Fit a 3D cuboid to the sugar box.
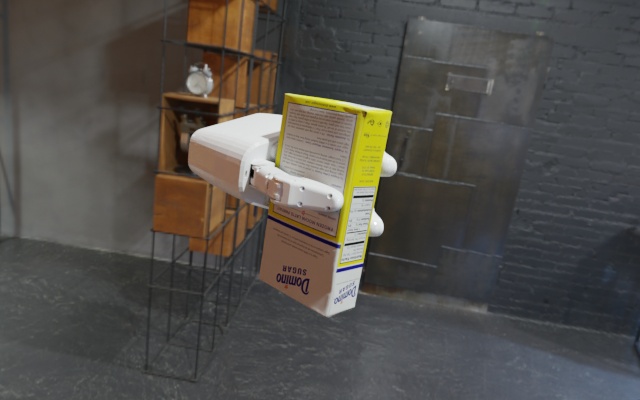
[{"bbox_3d":[0.000,0.001,0.421,0.093,0.176,0.048,21,19,40],"label":"sugar box"}]
